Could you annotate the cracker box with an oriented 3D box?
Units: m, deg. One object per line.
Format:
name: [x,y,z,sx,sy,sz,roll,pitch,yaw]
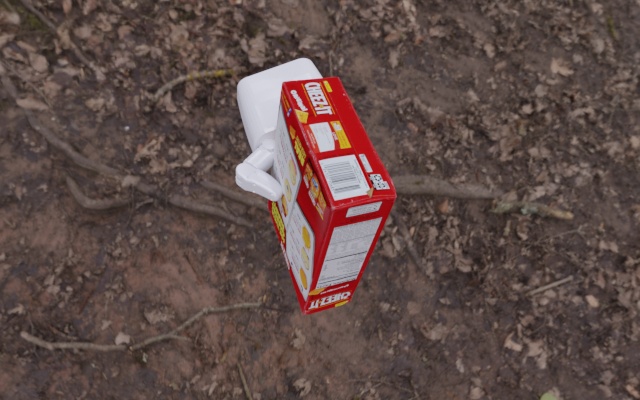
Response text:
cracker box: [0.000,0.002,0.524,0.072,0.164,0.214,-10,-35,-17]
